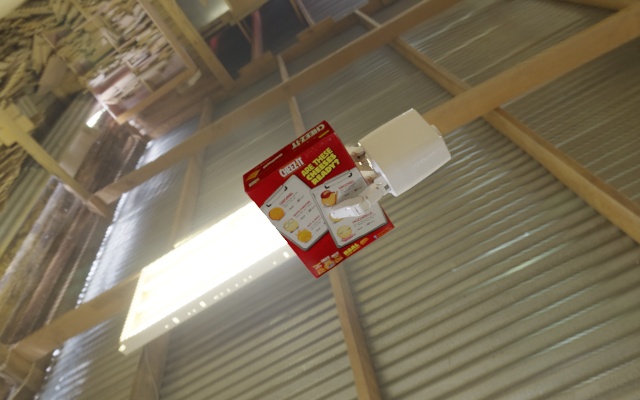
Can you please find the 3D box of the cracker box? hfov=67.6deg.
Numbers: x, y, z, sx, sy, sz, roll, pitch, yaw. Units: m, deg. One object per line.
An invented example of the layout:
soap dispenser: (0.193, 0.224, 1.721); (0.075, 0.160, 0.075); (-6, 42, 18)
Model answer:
cracker box: (0.000, 0.003, 0.785); (0.164, 0.214, 0.072); (-34, 30, 3)
